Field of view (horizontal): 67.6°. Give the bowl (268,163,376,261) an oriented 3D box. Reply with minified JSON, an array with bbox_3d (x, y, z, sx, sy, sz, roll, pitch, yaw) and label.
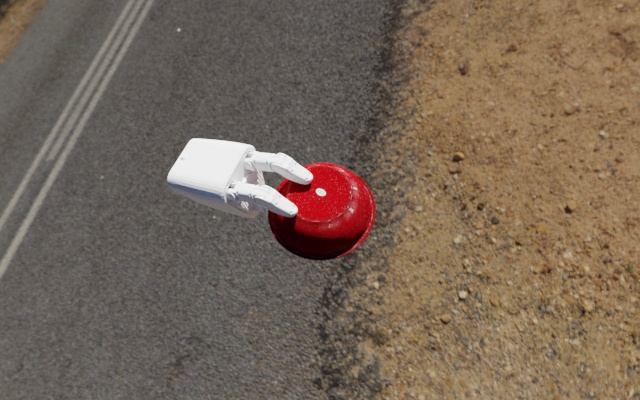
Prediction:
[{"bbox_3d":[0.001,0.002,0.689,0.162,0.162,0.055,0,-29,4],"label":"bowl"}]
